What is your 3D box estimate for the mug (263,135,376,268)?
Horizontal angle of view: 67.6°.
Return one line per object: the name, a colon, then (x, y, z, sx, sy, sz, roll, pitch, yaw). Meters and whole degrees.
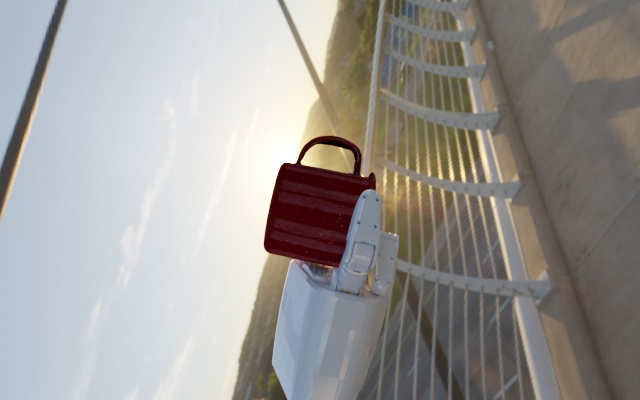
mug: (0.000, 0.000, 0.414, 0.081, 0.117, 0.093, 12, 4, -2)
